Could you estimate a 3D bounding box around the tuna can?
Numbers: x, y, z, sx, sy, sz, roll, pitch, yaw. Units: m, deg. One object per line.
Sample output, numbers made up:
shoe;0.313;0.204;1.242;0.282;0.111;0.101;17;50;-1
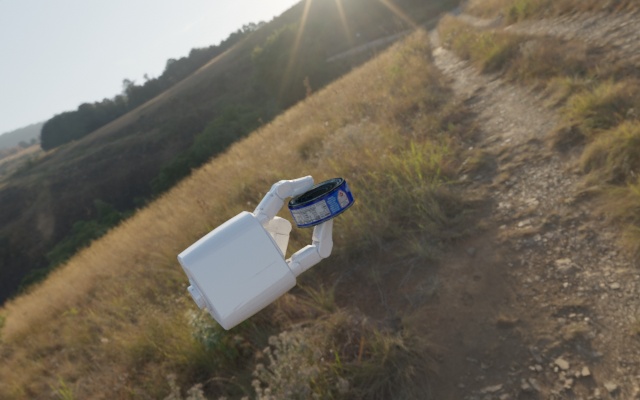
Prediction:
tuna can;0.000;0.002;0.637;0.086;0.034;0.086;-24;13;6
